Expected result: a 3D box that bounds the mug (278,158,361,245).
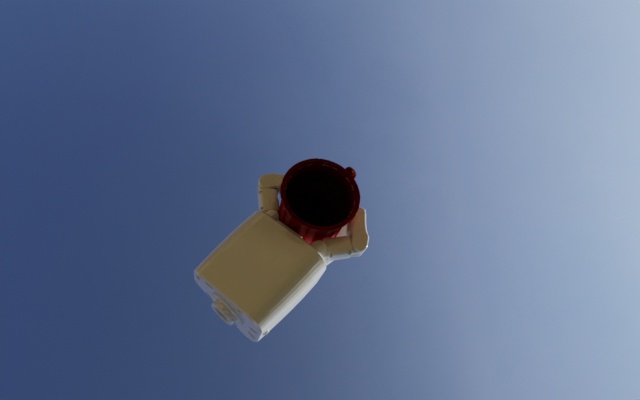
[{"bbox_3d":[0.001,0.001,0.583,0.117,0.093,0.081,-45,-10,-27],"label":"mug"}]
